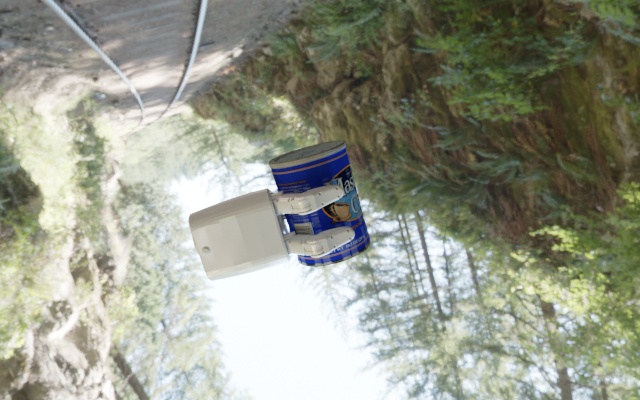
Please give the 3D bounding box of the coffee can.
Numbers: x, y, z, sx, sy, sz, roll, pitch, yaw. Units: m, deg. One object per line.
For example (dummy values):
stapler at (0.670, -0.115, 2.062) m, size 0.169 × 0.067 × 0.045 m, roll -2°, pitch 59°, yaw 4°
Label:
coffee can at (0.000, 0.002, 0.631) m, size 0.103 × 0.140 × 0.102 m, roll -15°, pitch 13°, yaw 4°
